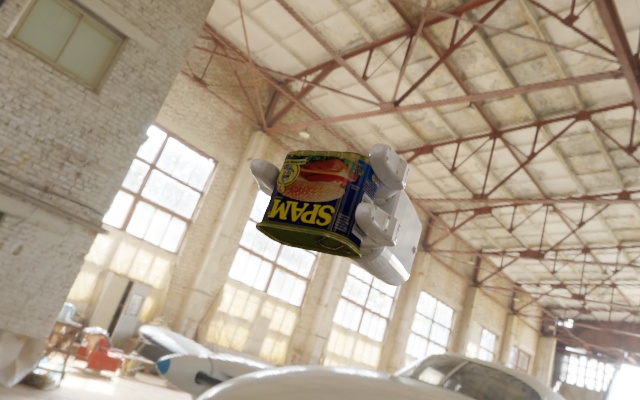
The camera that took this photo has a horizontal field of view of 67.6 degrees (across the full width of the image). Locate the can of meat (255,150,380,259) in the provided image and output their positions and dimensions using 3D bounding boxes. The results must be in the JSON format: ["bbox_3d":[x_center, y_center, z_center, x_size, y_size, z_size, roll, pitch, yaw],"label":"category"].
[{"bbox_3d":[0.000,0.001,0.452,0.102,0.084,0.057,7,-22,34],"label":"can of meat"}]
